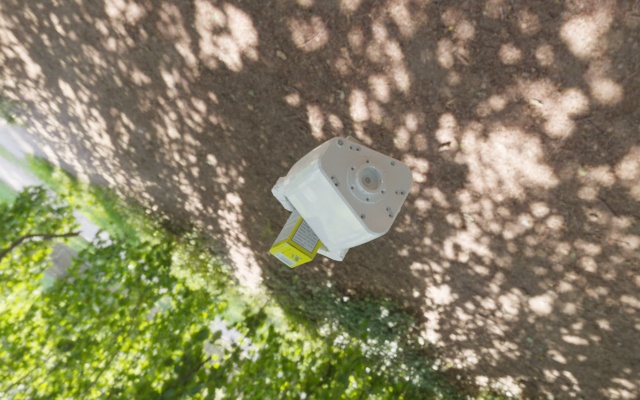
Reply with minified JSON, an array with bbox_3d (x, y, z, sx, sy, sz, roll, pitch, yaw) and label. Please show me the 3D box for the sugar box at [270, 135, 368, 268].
[{"bbox_3d":[0.001,0.002,0.647,0.048,0.176,0.093,36,-22,-9],"label":"sugar box"}]
